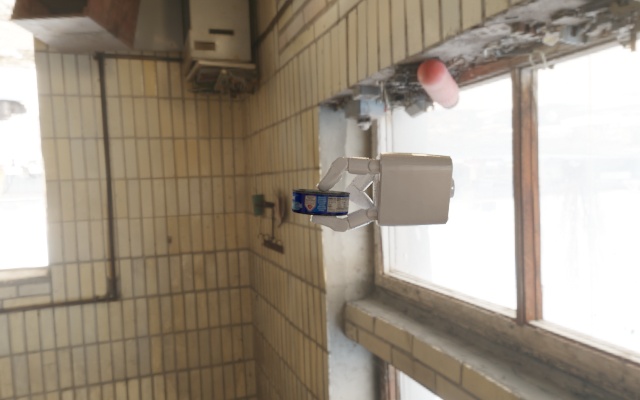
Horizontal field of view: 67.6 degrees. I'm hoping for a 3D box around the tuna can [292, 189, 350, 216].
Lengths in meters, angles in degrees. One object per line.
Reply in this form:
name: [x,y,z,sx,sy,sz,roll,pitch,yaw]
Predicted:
tuna can: [0.000,0.003,0.707,0.086,0.034,0.086,4,4,0]
